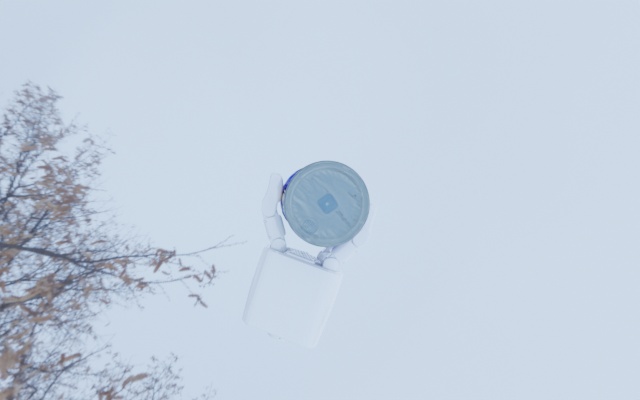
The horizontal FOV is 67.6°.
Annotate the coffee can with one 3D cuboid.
[{"bbox_3d":[0.000,0.002,0.630,0.103,0.103,0.140,0,2,-7],"label":"coffee can"}]
